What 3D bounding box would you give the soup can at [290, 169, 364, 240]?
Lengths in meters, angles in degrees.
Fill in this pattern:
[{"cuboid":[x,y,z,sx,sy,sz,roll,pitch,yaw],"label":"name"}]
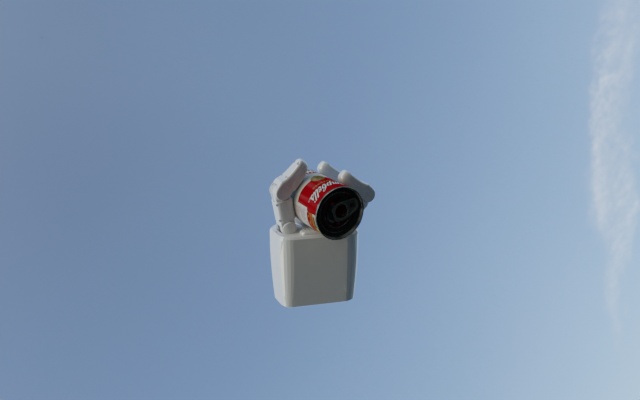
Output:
[{"cuboid":[0.000,0.001,0.618,0.068,0.068,0.102,0,16,-30],"label":"soup can"}]
